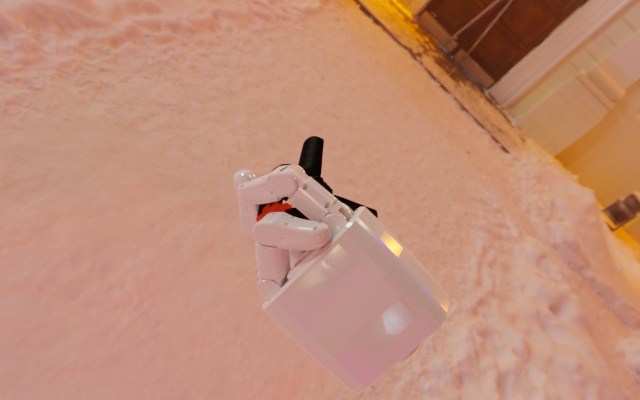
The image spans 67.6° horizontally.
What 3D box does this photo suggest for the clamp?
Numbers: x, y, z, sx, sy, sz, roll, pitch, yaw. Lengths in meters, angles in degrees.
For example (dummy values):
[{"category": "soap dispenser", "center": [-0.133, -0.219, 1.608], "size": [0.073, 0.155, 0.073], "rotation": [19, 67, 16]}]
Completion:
[{"category": "clamp", "center": [0.000, 0.001, 0.474], "size": [0.039, 0.120, 0.171], "rotation": [-46, 0, 31]}]
